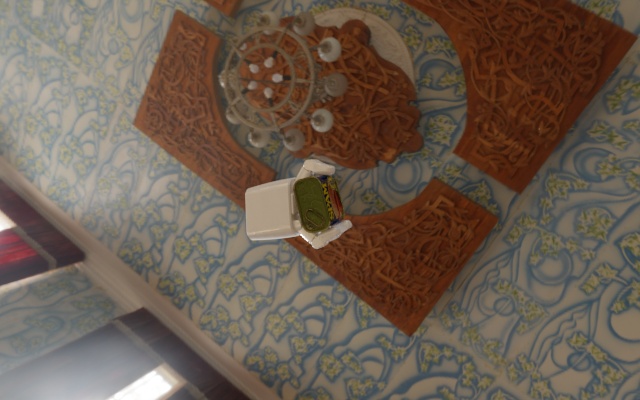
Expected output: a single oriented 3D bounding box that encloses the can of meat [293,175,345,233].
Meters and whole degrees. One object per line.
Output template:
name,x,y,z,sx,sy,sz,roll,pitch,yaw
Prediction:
can of meat,0.000,0.003,0.895,0.057,0.102,0.084,-13,2,25
